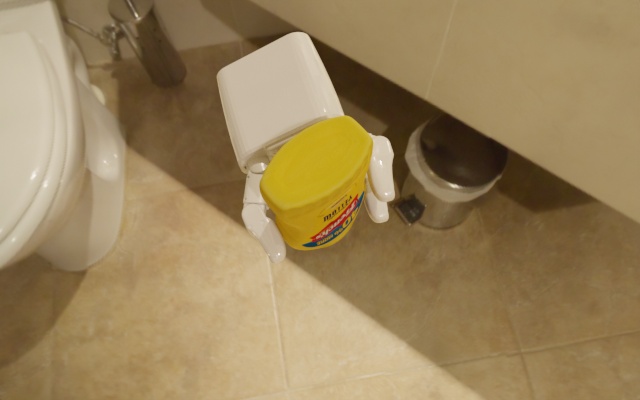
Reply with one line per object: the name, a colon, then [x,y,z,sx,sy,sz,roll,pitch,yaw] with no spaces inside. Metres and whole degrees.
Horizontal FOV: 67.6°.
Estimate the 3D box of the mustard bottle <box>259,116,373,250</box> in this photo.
mustard bottle: [0.000,0.002,0.452,0.096,0.058,0.192,-41,-16,-12]
